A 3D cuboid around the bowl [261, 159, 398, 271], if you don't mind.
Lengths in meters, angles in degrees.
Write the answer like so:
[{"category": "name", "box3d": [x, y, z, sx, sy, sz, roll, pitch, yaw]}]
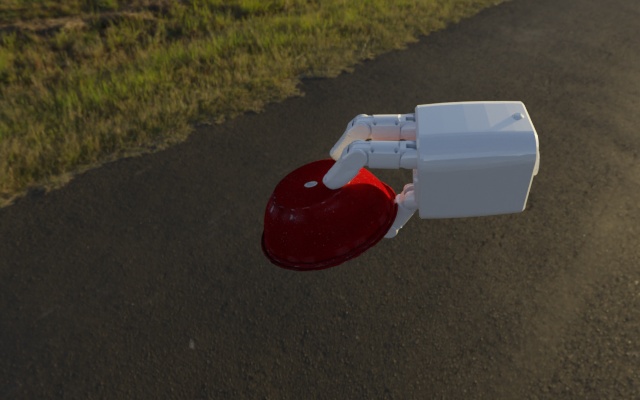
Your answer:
[{"category": "bowl", "box3d": [-0.001, 0.002, 0.524, 0.162, 0.055, 0.162, -16, 32, 11]}]
